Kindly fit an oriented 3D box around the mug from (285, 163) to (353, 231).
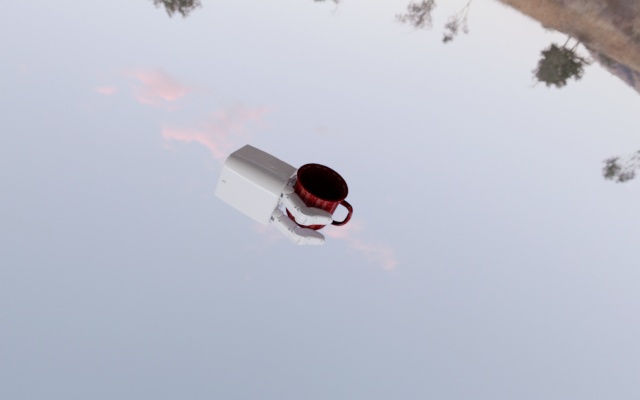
[{"bbox_3d":[0.001,0.003,0.813,0.117,0.081,0.093,30,39,2],"label":"mug"}]
